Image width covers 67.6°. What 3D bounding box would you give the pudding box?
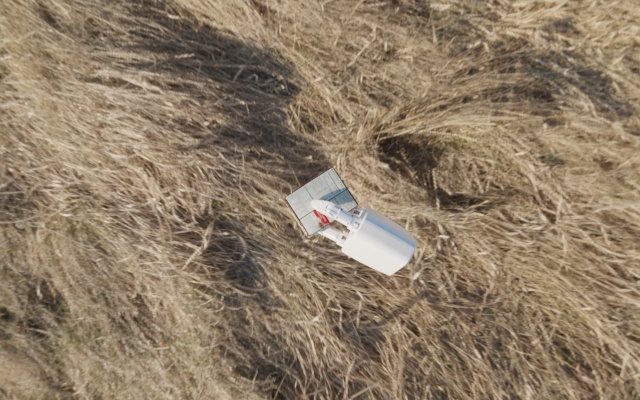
[{"bbox_3d":[0.000,0.003,0.890,0.113,0.090,0.039,-33,-3,-7],"label":"pudding box"}]
